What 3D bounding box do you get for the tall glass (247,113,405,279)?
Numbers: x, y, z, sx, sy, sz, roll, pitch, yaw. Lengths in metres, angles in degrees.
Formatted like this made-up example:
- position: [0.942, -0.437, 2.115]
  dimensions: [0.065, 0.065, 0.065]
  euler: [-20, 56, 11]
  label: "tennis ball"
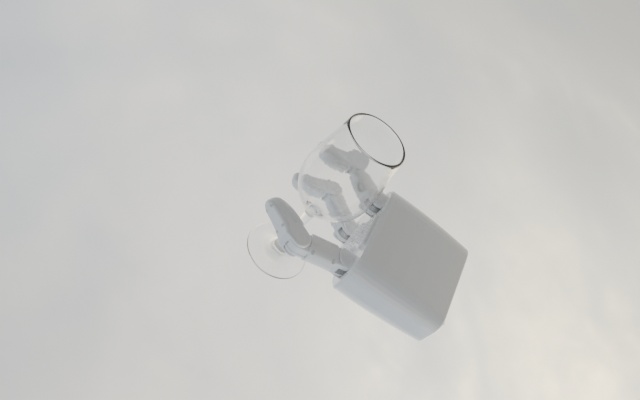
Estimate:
- position: [0.000, 0.002, 0.484]
  dimensions: [0.079, 0.079, 0.201]
  euler: [0, -34, -37]
  label: "tall glass"
